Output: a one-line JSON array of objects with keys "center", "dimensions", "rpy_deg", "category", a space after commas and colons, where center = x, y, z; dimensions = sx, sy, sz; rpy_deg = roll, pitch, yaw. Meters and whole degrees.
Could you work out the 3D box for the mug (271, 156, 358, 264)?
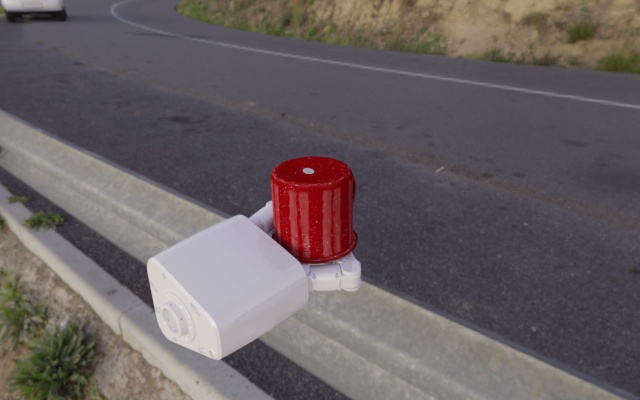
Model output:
[{"center": [0.001, 0.001, 0.495], "dimensions": [0.093, 0.081, 0.117], "rpy_deg": [19, 33, 37], "category": "mug"}]
